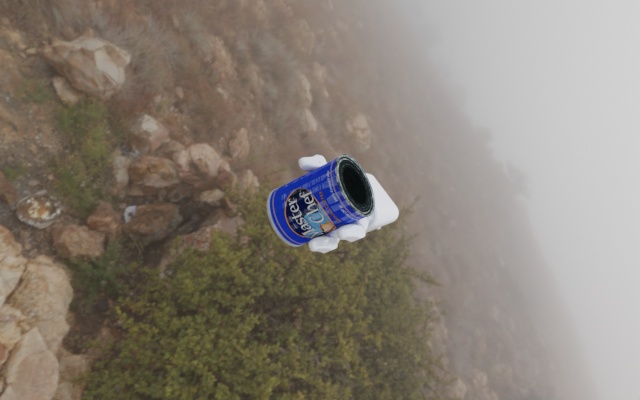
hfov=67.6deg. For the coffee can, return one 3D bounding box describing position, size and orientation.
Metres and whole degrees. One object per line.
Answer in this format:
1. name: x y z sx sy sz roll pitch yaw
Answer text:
1. coffee can: 0.000 0.002 0.757 0.140 0.102 0.103 -25 -13 30
